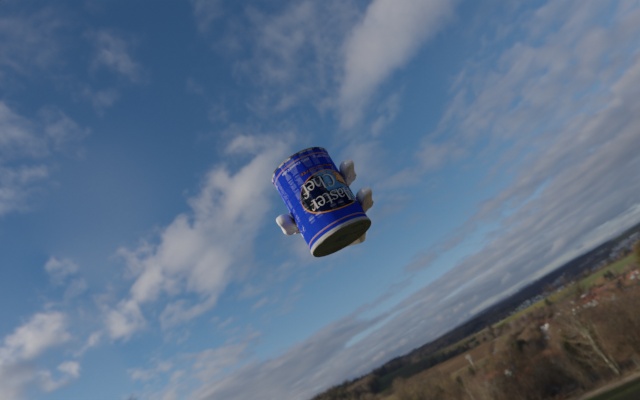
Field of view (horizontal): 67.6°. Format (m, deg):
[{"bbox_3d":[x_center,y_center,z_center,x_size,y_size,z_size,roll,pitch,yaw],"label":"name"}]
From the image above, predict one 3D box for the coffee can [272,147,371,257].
[{"bbox_3d":[0.000,0.003,0.745,0.103,0.140,0.103,-26,-21,-11],"label":"coffee can"}]
